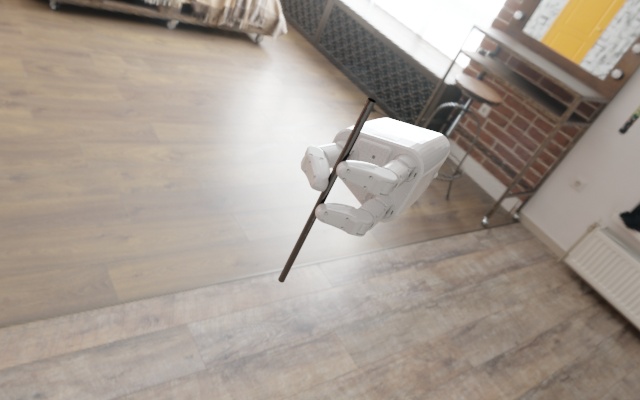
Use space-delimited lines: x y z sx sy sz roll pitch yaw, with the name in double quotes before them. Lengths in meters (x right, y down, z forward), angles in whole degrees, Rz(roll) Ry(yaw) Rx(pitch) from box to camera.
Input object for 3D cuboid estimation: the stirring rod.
"stirring rod" 0.000 0.002 0.489 0.011 0.240 0.011 18 34 -13
